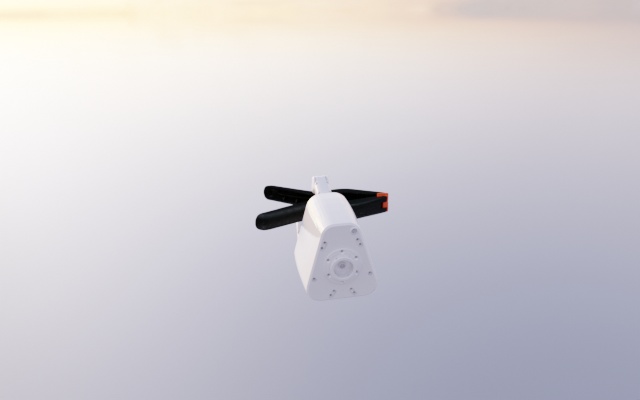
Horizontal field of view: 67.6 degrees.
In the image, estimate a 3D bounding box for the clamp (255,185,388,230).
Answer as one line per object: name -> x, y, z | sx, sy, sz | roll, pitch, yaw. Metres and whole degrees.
clamp -> 0.001, 0.002, 0.757 | 0.210, 0.036, 0.164 | -4, 19, -8
